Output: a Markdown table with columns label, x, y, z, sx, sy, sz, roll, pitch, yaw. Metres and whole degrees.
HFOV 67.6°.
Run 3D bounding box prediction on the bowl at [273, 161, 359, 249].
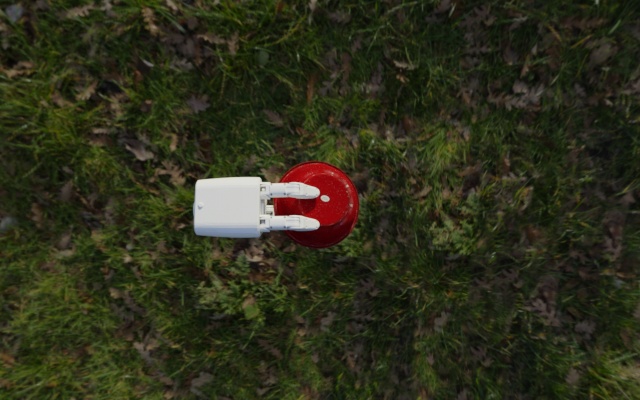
| label | x | y | z | sx | sy | sz | roll | pitch | yaw |
| --- | --- | --- | --- | --- | --- | --- | --- | --- | --- |
| bowl | 0.001 | 0.002 | 0.844 | 0.162 | 0.162 | 0.055 | 0 | -10 | -14 |
